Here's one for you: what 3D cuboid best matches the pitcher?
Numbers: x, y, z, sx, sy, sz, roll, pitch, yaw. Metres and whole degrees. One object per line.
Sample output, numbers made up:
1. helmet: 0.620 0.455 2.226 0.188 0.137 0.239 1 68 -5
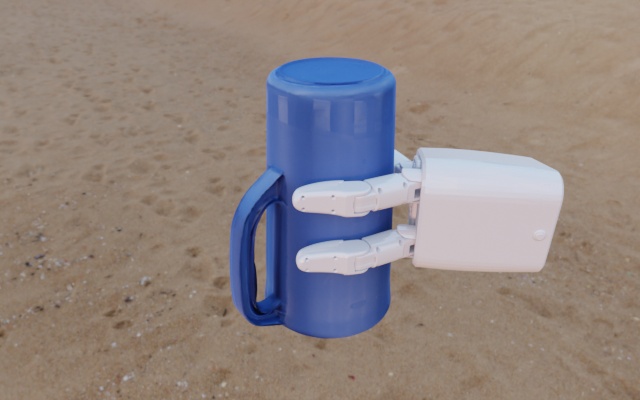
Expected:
1. pitcher: 0.000 0.001 0.444 0.145 0.243 0.149 4 29 8
